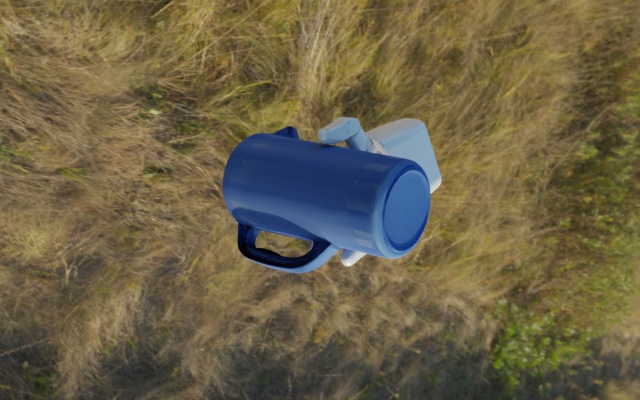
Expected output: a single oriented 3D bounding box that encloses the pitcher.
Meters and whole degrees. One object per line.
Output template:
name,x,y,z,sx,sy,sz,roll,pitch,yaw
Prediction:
pitcher,0.000,0.002,0.578,0.243,0.149,0.145,12,30,42
